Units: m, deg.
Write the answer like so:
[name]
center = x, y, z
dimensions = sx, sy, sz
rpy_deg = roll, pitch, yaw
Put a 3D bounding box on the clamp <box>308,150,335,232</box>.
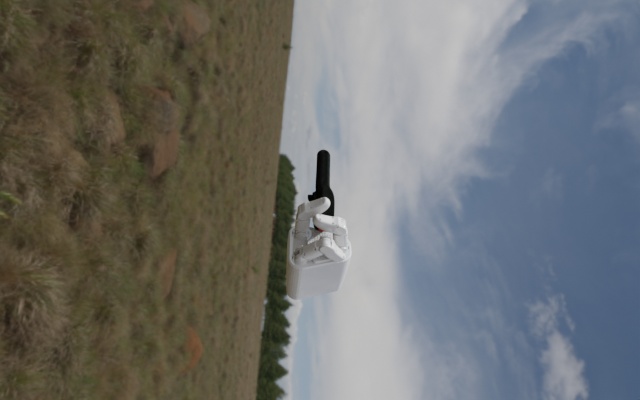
[clamp]
center = 0.001, 0.003, 0.874
dimensions = 0.039, 0.171, 0.120
rpy_deg = 3, -43, -5
